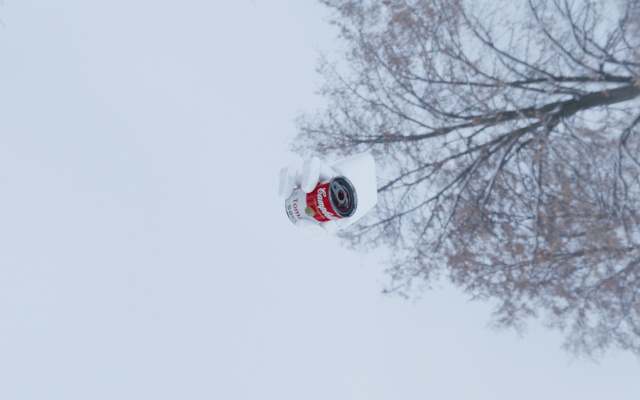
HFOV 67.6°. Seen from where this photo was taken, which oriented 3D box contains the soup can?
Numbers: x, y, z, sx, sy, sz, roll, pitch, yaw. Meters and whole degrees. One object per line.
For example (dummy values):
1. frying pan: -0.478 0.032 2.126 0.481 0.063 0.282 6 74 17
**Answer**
1. soup can: 0.000 0.003 0.777 0.102 0.068 0.068 -13 -9 41
